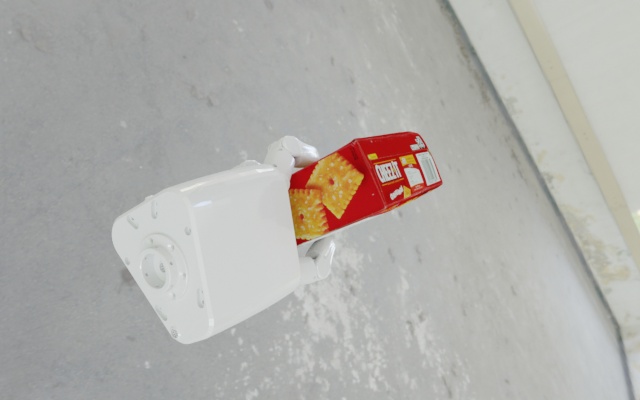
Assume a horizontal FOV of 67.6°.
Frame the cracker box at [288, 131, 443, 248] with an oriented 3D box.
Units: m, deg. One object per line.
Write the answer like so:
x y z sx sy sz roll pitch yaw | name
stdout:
0.000 0.002 0.508 0.214 0.072 0.164 -24 -3 32 | cracker box
